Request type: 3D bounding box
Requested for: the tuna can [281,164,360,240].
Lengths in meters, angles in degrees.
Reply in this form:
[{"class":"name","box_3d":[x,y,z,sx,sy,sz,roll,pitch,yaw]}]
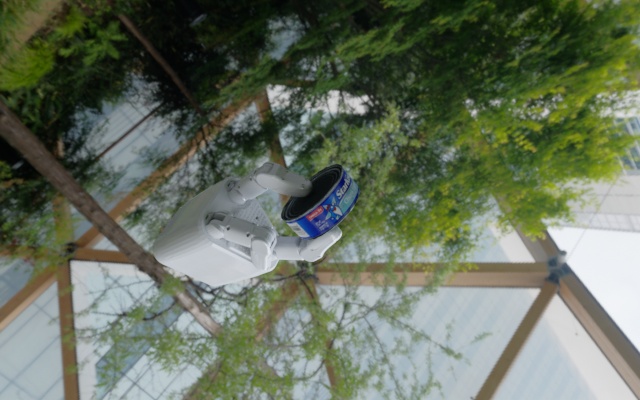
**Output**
[{"class":"tuna can","box_3d":[0.000,0.002,0.516,0.034,0.086,0.086,48,-20,-19]}]
